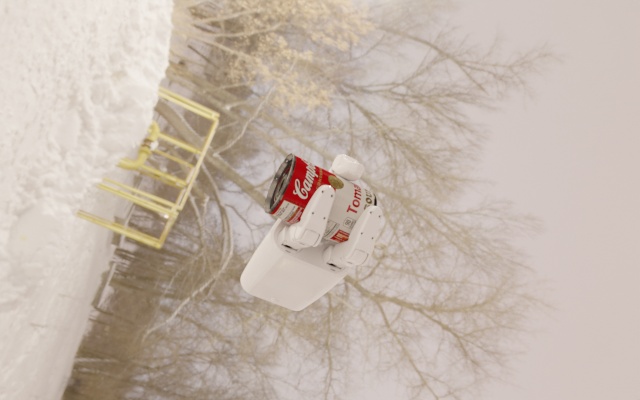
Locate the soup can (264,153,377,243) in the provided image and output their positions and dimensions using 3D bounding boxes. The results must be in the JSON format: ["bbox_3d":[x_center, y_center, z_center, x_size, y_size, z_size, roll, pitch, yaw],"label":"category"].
[{"bbox_3d":[0.001,0.001,0.509,0.102,0.068,0.068,24,-7,-16],"label":"soup can"}]
